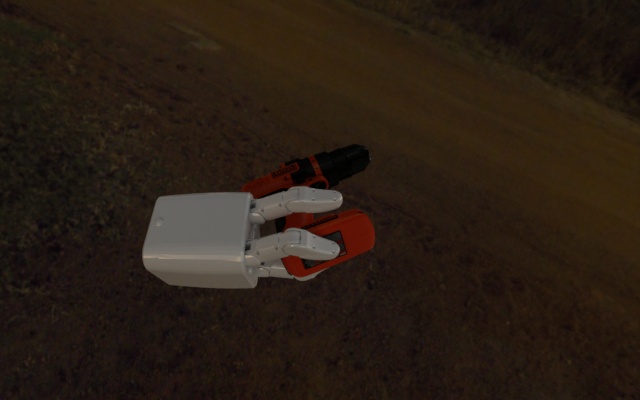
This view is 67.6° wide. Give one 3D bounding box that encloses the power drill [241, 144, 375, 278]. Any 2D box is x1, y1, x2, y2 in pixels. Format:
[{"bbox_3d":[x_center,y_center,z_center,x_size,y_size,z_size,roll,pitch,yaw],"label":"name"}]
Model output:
[{"bbox_3d":[0.000,0.002,0.591,0.184,0.057,0.187,-23,31,-4],"label":"power drill"}]
